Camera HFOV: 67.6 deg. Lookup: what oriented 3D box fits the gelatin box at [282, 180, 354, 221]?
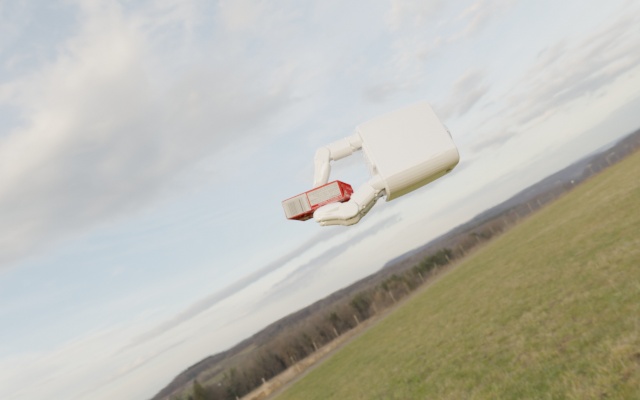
[{"bbox_3d":[0.000,0.002,0.672,0.089,0.030,0.073,-21,-10,14],"label":"gelatin box"}]
